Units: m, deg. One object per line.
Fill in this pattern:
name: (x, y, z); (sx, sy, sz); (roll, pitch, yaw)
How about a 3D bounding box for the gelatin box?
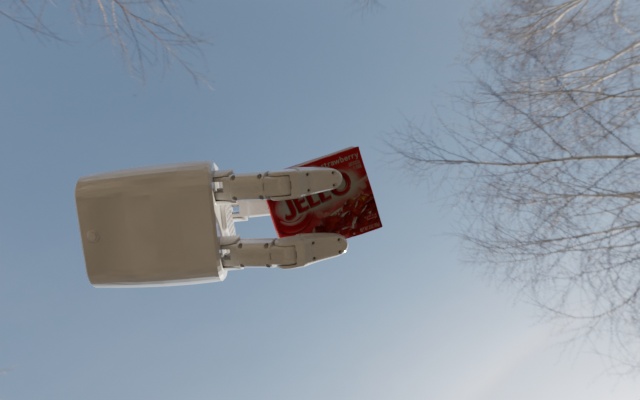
gelatin box: (0.000, 0.001, 0.410); (0.089, 0.073, 0.030); (-19, 9, -5)
